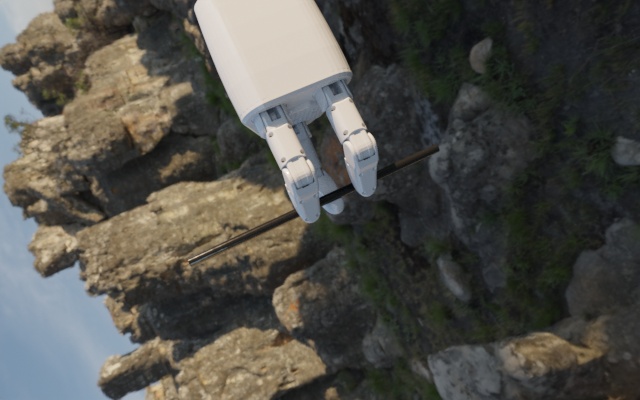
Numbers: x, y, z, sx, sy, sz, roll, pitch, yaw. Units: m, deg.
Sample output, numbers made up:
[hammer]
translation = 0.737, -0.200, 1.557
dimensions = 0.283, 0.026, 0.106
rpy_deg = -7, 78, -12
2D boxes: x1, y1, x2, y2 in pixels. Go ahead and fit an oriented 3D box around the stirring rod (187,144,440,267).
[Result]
[stirring rod]
translation = 0.000, 0.001, 0.413
dimensions = 0.239, 0.011, 0.011
rpy_deg = -25, 5, -12
